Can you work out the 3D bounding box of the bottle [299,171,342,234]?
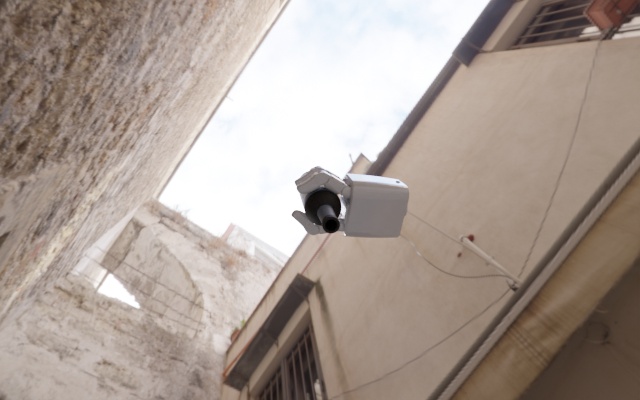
[{"bbox_3d":[0.000,0.003,0.875,0.069,0.069,0.295,0,14,-7],"label":"bottle"}]
